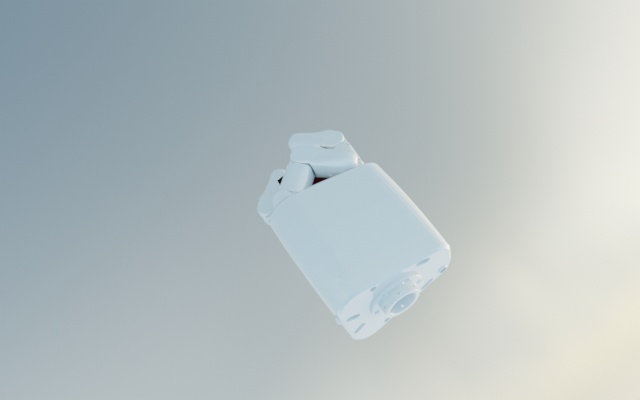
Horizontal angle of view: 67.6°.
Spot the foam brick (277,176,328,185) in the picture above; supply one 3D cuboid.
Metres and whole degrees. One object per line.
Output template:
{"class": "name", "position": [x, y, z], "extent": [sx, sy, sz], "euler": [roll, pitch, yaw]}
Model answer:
{"class": "foam brick", "position": [0.000, 0.002, 0.482], "extent": [0.053, 0.051, 0.078], "euler": [-35, -34, -6]}
